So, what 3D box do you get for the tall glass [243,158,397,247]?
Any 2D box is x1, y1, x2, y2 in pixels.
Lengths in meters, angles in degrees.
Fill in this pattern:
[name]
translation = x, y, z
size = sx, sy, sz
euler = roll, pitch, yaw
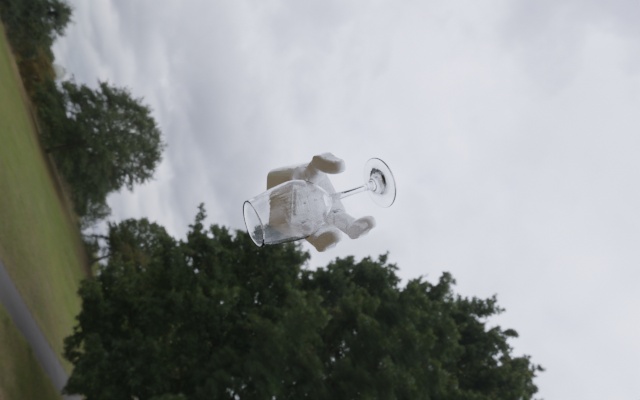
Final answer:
[tall glass]
translation = 0.001, 0.002, 0.640
size = 0.201, 0.079, 0.079
euler = -18, 8, -26
